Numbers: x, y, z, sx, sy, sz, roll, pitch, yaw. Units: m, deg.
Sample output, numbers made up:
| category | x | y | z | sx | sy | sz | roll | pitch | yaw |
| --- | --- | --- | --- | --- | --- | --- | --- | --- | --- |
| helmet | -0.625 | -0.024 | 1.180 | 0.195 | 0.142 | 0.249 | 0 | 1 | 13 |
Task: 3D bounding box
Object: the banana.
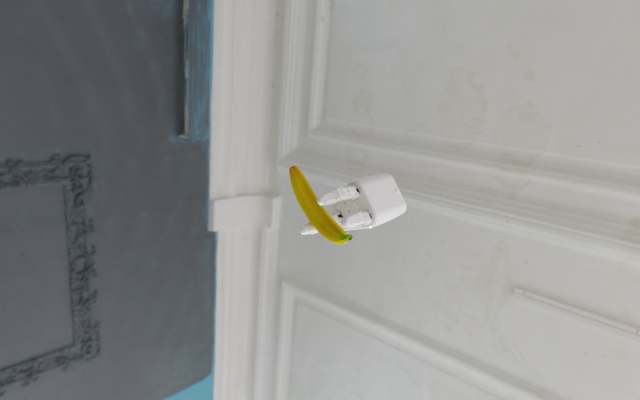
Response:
| category | x | y | z | sx | sy | sz | roll | pitch | yaw |
| --- | --- | --- | --- | --- | --- | --- | --- | --- | --- |
| banana | -0.003 | 0.018 | 0.901 | 0.037 | 0.070 | 0.197 | -20 | 56 | -35 |
